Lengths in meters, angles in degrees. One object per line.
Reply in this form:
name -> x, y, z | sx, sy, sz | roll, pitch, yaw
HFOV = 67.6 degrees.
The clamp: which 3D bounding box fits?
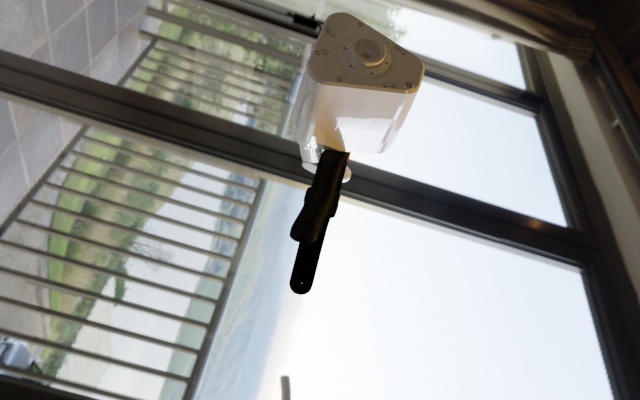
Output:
clamp -> 0.001, 0.002, 0.491 | 0.039, 0.171, 0.120 | 15, -26, 0
